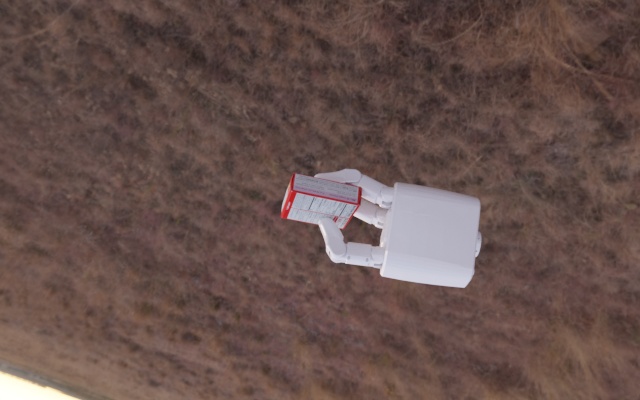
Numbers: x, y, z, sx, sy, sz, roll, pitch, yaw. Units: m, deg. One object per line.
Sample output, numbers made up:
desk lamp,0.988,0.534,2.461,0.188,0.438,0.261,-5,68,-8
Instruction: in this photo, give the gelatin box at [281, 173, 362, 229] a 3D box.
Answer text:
gelatin box,0.000,0.002,0.604,0.089,0.030,0.073,11,-30,-9
